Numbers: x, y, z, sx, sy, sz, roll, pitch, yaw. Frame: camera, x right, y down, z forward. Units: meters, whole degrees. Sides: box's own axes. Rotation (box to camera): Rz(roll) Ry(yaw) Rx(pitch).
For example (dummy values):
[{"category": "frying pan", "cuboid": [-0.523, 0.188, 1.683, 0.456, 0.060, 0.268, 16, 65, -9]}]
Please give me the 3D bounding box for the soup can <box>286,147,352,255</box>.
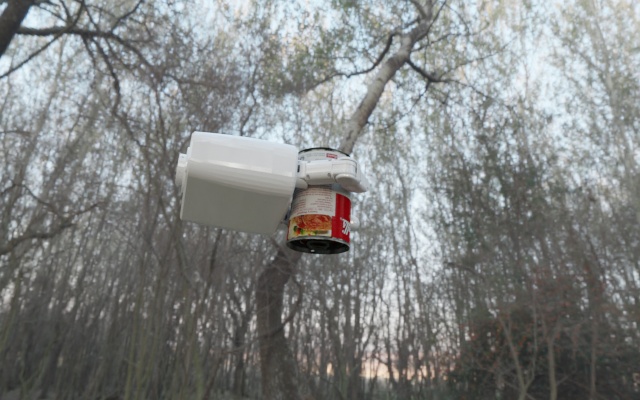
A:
[{"category": "soup can", "cuboid": [0.001, 0.001, 0.520, 0.068, 0.102, 0.068, 3, -20, 1]}]
